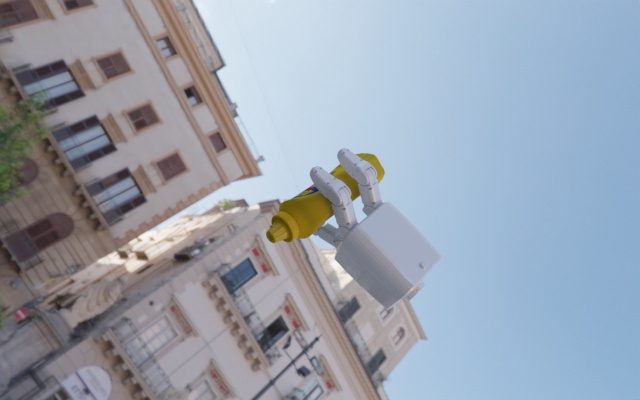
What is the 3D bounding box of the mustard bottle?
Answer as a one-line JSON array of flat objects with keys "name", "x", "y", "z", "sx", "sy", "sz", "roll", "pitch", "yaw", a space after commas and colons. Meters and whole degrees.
[{"name": "mustard bottle", "x": 0.000, "y": 0.002, "z": 0.659, "sx": 0.191, "sy": 0.058, "sz": 0.096, "roll": -36, "pitch": 10, "yaw": -35}]
